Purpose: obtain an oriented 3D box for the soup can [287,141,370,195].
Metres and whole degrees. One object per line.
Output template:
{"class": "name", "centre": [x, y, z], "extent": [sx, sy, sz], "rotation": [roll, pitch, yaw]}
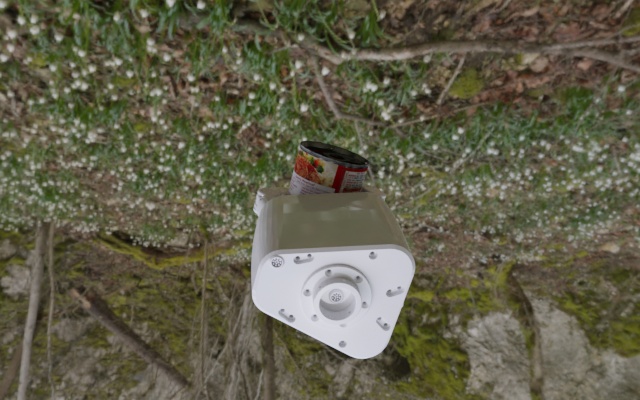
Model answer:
{"class": "soup can", "centre": [0.000, 0.002, 0.461], "extent": [0.068, 0.102, 0.068], "rotation": [15, 17, -5]}
